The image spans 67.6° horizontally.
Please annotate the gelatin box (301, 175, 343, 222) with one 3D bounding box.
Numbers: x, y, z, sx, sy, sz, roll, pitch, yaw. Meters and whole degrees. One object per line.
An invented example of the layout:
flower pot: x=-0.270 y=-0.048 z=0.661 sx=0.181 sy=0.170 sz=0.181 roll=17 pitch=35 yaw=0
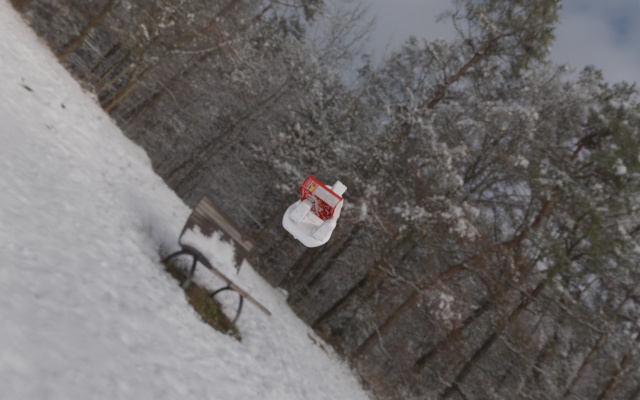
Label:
gelatin box: x=0.000 y=0.002 z=0.851 sx=0.073 sy=0.030 sz=0.089 roll=36 pitch=-20 yaw=11
